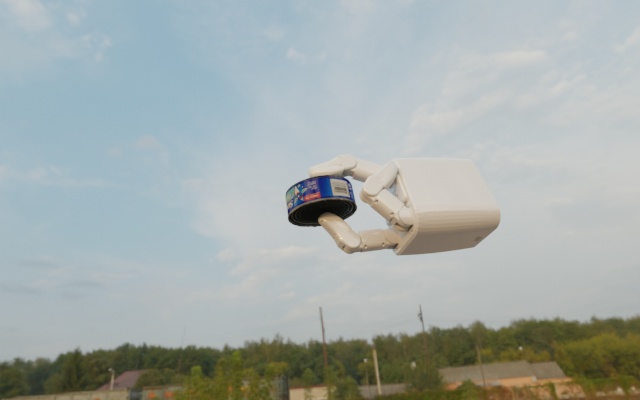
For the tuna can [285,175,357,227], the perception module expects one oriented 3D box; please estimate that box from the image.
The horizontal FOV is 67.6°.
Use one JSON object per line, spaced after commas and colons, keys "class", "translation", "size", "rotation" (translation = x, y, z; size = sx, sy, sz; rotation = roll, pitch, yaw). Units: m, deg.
{"class": "tuna can", "translation": [0.000, 0.001, 0.588], "size": [0.086, 0.033, 0.086], "rotation": [-9, -23, -4]}
